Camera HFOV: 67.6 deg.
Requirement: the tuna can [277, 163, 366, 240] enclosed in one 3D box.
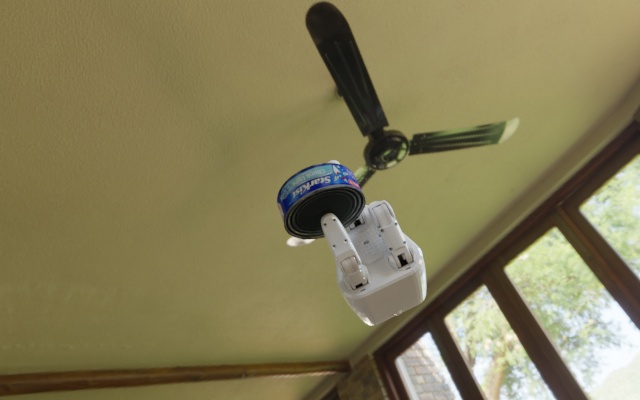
[{"bbox_3d":[0.000,0.001,0.484,0.086,0.033,0.086,-15,-34,-11],"label":"tuna can"}]
